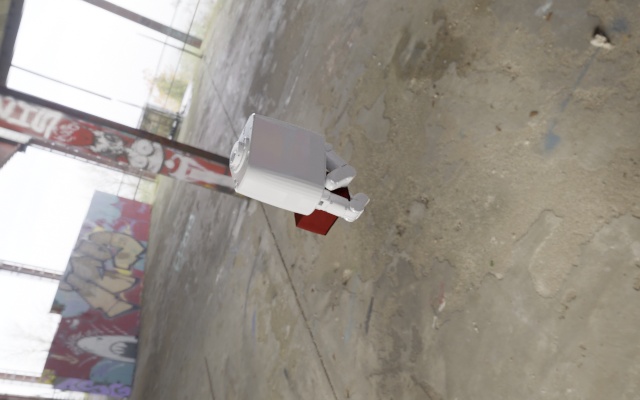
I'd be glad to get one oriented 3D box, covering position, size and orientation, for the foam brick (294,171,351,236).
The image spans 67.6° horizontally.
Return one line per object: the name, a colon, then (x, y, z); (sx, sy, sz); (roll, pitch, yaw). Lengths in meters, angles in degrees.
foam brick: (0.000, 0.003, 0.689); (0.051, 0.078, 0.053); (16, 38, -24)
